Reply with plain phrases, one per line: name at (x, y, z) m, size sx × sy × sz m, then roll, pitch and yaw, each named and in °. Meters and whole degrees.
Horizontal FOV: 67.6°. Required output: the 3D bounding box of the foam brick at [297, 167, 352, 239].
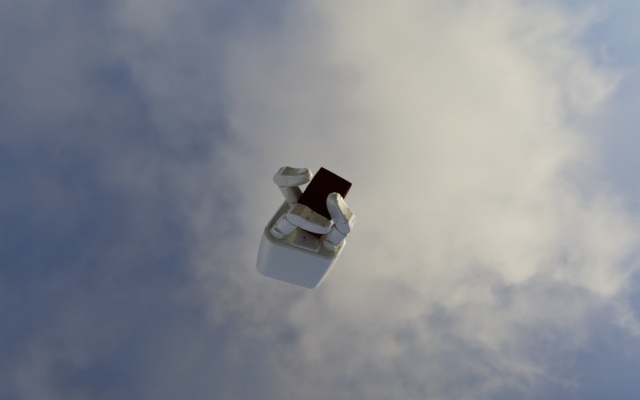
foam brick at (0.000, 0.002, 0.671) m, size 0.053 × 0.078 × 0.051 m, roll 31°, pitch -39°, yaw 4°
